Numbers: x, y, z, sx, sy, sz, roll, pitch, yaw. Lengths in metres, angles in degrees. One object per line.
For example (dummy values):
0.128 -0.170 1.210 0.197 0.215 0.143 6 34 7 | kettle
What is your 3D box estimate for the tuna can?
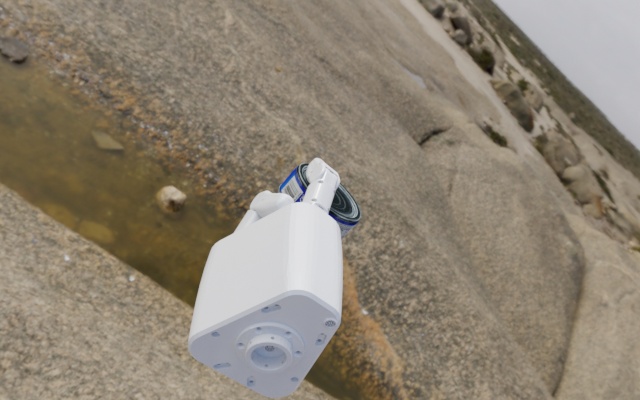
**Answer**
0.000 0.001 0.490 0.034 0.086 0.086 -48 -22 22 | tuna can
